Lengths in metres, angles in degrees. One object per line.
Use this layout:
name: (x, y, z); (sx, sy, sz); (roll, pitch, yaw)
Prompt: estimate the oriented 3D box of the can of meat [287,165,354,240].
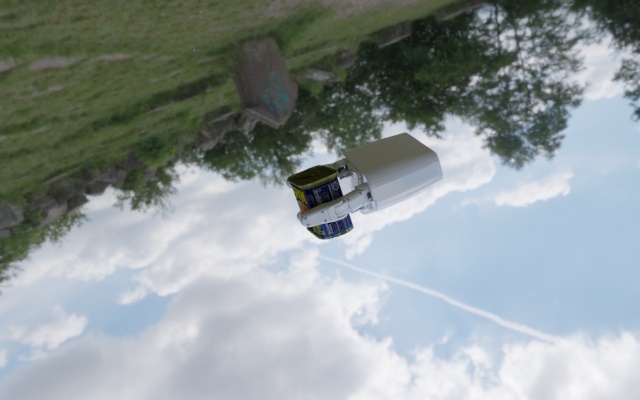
can of meat: (0.000, 0.003, 0.670); (0.057, 0.084, 0.102); (-23, 15, -12)
